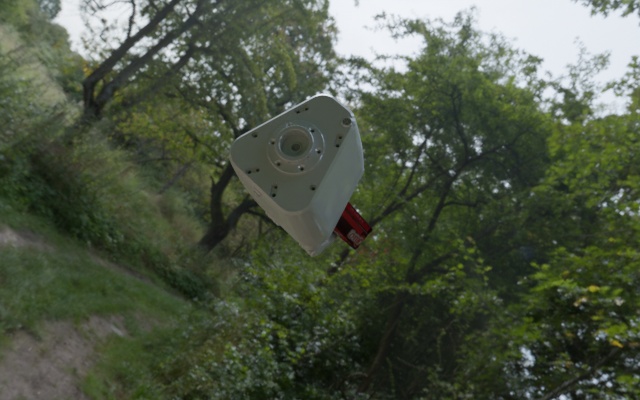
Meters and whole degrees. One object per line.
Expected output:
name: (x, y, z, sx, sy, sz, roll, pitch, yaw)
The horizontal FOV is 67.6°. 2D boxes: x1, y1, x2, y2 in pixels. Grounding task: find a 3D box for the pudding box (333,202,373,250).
pudding box: (0.000, 0.002, 0.575, 0.113, 0.039, 0.090, 39, -7, 45)
